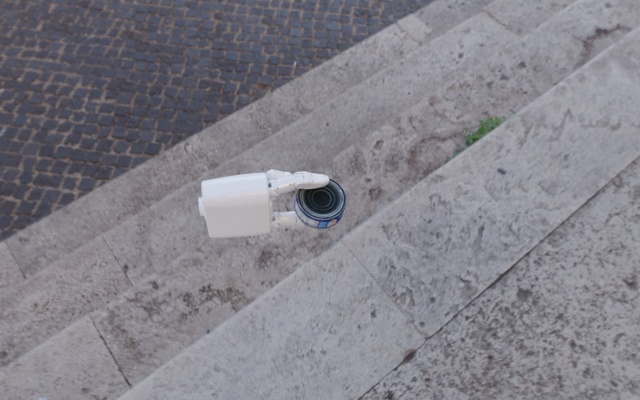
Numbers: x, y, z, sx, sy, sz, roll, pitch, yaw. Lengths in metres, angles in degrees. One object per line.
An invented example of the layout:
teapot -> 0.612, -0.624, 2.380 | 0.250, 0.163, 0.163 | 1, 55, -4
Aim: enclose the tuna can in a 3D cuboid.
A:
tuna can -> 0.000, 0.002, 0.799 | 0.086, 0.086, 0.034 | 0, -28, -9
